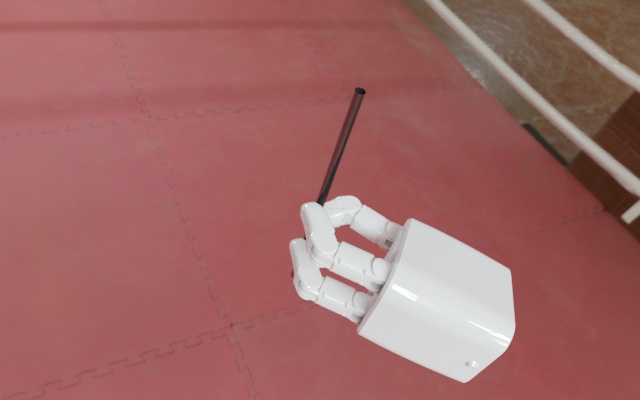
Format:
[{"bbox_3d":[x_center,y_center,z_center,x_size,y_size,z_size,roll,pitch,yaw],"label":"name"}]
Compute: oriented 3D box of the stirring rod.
[{"bbox_3d":[0.000,0.001,0.421,0.011,0.011,0.240,0,-40,-18],"label":"stirring rod"}]
